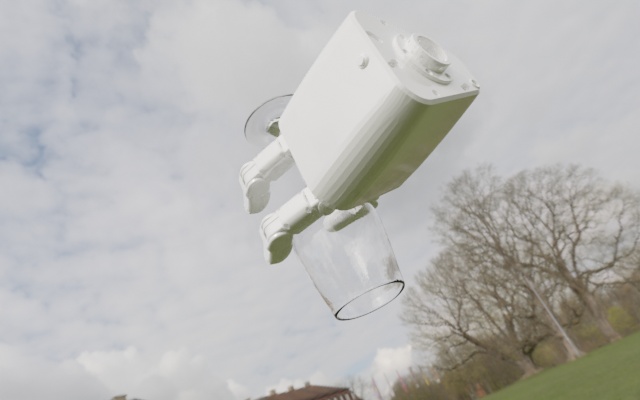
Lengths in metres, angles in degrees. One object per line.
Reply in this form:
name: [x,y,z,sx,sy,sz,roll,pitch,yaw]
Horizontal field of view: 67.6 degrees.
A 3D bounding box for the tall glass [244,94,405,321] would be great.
tall glass: [0.000,0.001,0.422,0.079,0.201,0.079,-20,-28,-12]
